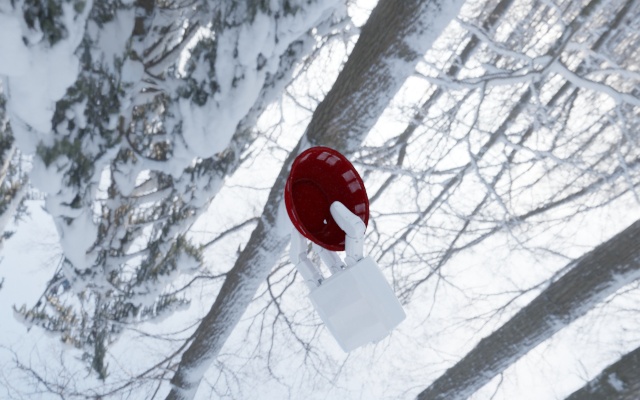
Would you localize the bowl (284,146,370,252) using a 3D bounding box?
[{"bbox_3d":[0.000,0.001,0.723,0.162,0.162,0.055,0,-14,-42],"label":"bowl"}]
